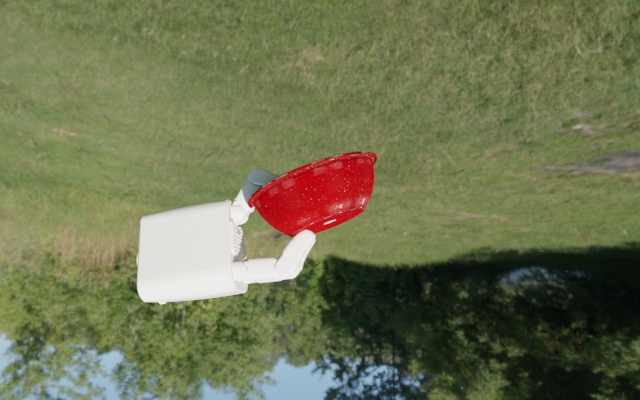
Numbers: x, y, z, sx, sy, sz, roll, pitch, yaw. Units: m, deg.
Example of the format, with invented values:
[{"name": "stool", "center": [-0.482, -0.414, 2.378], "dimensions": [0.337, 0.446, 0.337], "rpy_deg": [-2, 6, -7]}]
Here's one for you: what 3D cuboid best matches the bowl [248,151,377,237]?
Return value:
[{"name": "bowl", "center": [0.001, 0.002, 0.557], "dimensions": [0.162, 0.055, 0.162], "rpy_deg": [-20, -11, -4]}]
